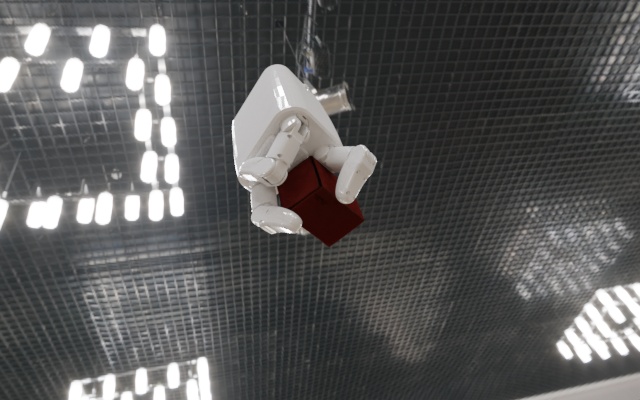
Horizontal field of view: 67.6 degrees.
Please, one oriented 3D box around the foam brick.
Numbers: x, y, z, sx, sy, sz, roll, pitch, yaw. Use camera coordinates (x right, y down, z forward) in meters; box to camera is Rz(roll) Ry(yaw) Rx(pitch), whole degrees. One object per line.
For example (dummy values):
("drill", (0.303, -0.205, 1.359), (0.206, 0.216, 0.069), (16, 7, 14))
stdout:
("foam brick", (0.000, 0.002, 0.508), (0.053, 0.051, 0.078), (-36, -49, 17))
